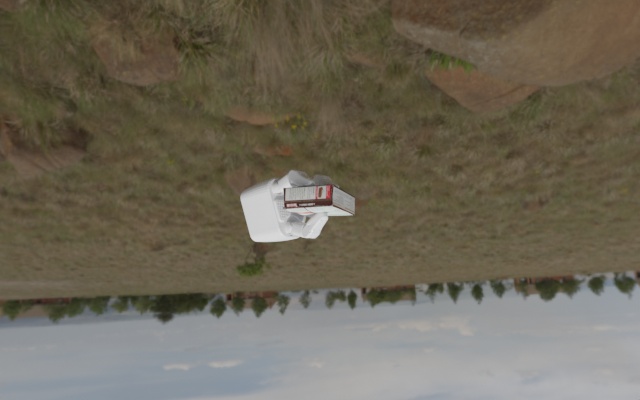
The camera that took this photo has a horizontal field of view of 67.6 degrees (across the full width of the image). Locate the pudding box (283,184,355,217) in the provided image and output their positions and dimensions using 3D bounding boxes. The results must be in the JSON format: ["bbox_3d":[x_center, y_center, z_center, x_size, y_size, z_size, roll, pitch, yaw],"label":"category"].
[{"bbox_3d":[0.000,0.003,0.813,0.090,0.039,0.113,-4,-10,22],"label":"pudding box"}]
